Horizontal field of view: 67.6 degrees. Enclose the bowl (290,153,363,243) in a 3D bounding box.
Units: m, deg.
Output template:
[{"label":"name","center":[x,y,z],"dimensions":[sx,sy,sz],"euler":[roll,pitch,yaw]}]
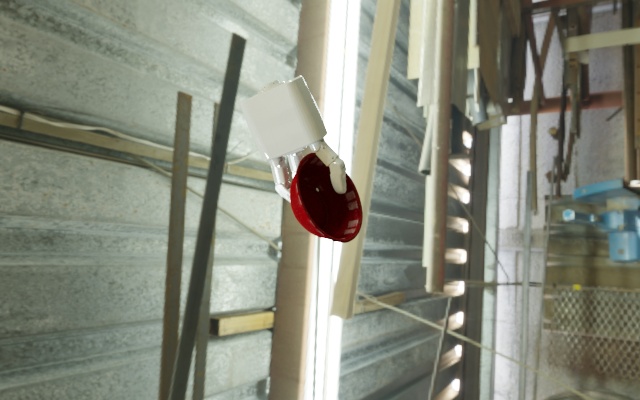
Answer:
[{"label":"bowl","center":[0.000,0.004,0.811],"dimensions":[0.055,0.162,0.162],"euler":[-27,-17,37]}]
